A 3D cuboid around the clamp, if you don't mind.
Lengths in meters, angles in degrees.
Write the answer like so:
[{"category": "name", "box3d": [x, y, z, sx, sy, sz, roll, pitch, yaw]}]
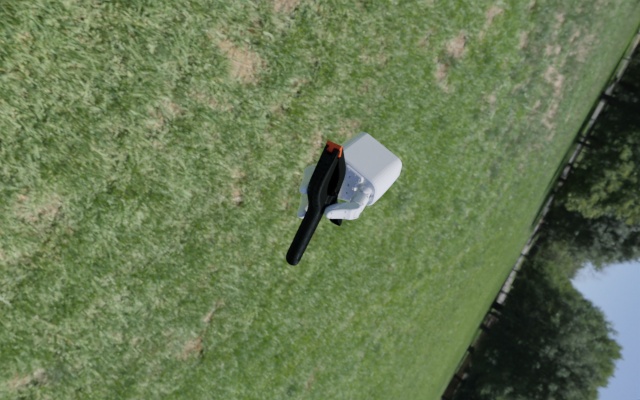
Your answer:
[{"category": "clamp", "box3d": [0.001, 0.002, 0.794, 0.036, 0.210, 0.164, 25, 43, 20]}]
